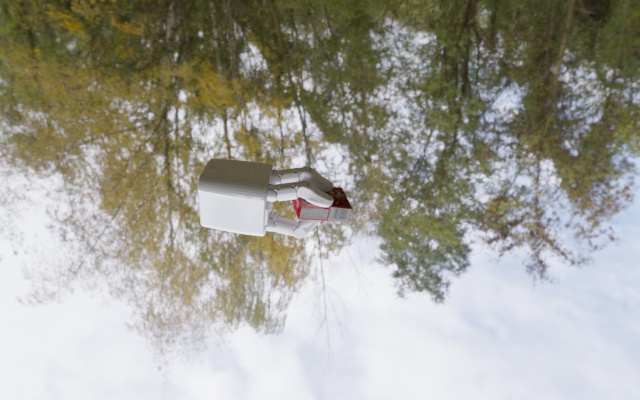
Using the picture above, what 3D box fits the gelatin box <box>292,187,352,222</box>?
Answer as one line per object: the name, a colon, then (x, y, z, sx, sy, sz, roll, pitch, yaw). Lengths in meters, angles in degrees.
gelatin box: (0.000, 0.003, 0.780, 0.089, 0.030, 0.073, 5, 28, -15)
